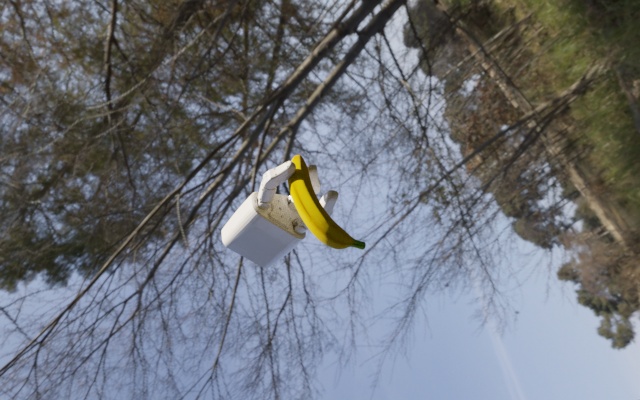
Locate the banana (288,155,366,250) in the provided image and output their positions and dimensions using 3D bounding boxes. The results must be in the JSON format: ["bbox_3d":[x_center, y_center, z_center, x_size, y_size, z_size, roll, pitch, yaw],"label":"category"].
[{"bbox_3d":[-0.010,0.006,0.748,0.069,0.197,0.037,-4,-36,-52],"label":"banana"}]
